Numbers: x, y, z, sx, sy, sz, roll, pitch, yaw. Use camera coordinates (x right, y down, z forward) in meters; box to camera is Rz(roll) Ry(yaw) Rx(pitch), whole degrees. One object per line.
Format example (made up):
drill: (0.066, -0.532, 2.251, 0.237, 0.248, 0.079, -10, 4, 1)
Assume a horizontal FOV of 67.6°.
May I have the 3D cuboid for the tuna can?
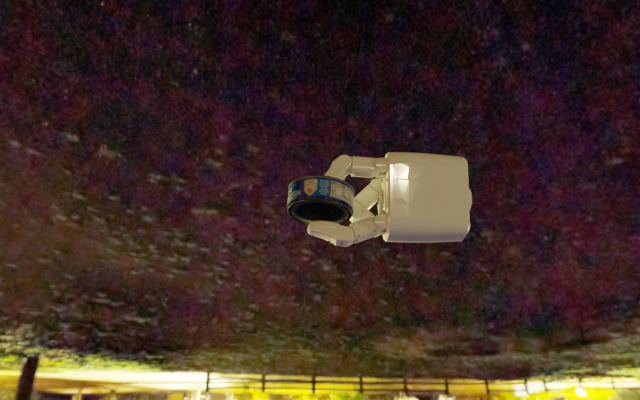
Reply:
tuna can: (0.000, 0.003, 0.609, 0.086, 0.033, 0.086, 4, -25, 2)
